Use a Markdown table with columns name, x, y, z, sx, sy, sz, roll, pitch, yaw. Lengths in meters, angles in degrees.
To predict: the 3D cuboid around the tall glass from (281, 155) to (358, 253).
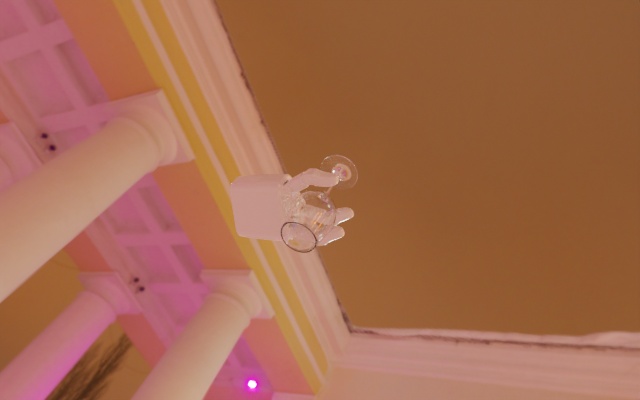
| name | x | y | z | sx | sy | sz | roll | pitch | yaw |
| --- | --- | --- | --- | --- | --- | --- | --- | --- | --- |
| tall glass | 0.000 | 0.002 | 0.821 | 0.079 | 0.079 | 0.201 | 0 | 34 | 25 |
